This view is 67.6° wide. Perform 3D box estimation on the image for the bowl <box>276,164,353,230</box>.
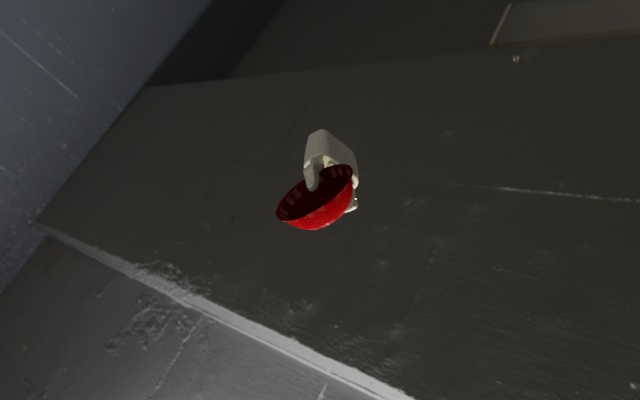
[{"bbox_3d":[0.000,0.004,0.867,0.162,0.055,0.162,-28,23,13],"label":"bowl"}]
